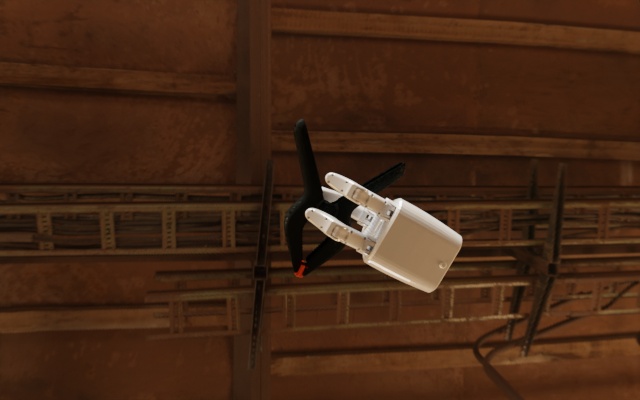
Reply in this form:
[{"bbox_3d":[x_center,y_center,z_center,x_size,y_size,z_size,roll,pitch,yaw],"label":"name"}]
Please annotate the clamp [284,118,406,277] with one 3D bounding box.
[{"bbox_3d":[0.000,0.003,0.661,0.164,0.210,0.036,29,4,-8],"label":"clamp"}]
